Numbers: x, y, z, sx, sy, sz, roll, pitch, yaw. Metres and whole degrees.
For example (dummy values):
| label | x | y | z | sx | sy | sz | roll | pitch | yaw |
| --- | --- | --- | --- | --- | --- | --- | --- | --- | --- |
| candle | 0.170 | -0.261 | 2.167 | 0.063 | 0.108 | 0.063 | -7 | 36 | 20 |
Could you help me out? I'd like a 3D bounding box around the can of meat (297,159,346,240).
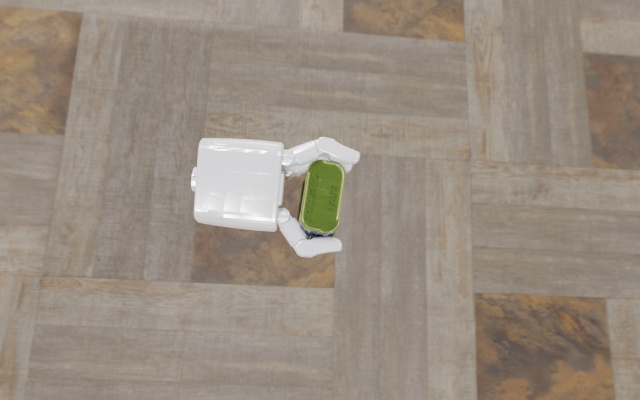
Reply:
| label | x | y | z | sx | sy | sz | roll | pitch | yaw |
| --- | --- | --- | --- | --- | --- | --- | --- | --- | --- |
| can of meat | 0.000 | 0.002 | 0.648 | 0.057 | 0.102 | 0.084 | 9 | -12 | -2 |
